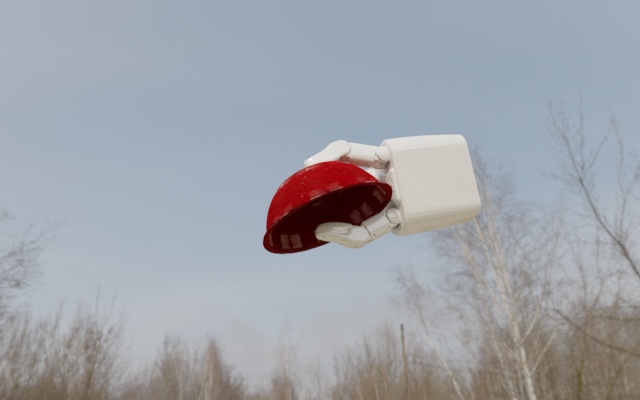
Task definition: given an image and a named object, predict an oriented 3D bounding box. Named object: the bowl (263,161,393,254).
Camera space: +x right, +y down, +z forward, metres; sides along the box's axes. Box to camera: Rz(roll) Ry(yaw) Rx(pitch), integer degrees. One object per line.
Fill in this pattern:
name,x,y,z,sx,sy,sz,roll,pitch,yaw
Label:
bowl,-0.001,0.002,0.558,0.162,0.055,0.162,-21,-22,-9
